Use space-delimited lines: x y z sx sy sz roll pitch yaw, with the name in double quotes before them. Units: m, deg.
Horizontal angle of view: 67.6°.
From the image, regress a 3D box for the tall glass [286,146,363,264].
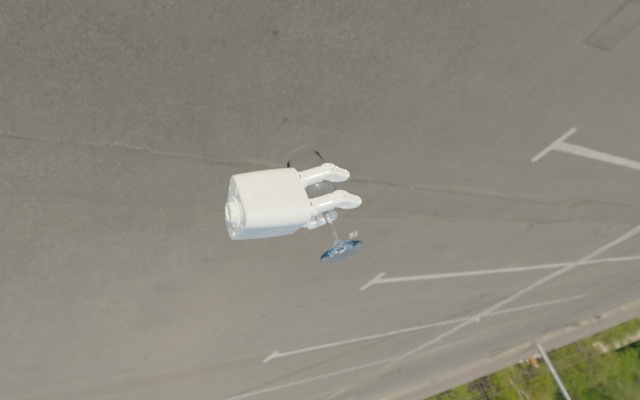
"tall glass" 0.000 0.003 0.816 0.079 0.201 0.079 -17 -28 -10
